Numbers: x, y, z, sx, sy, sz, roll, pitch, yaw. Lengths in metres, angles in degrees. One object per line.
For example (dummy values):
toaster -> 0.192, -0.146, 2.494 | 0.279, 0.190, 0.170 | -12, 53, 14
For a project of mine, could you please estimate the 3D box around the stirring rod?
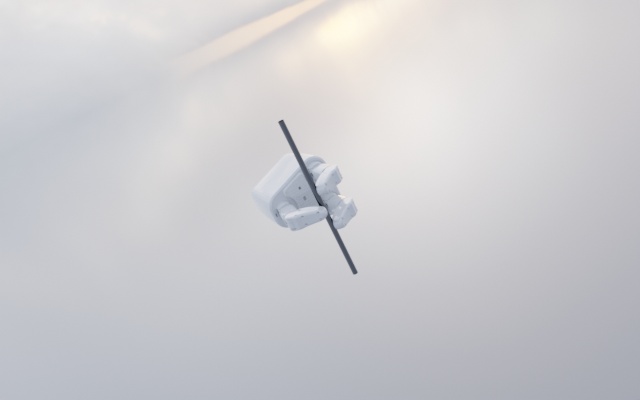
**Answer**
stirring rod -> 0.000, 0.002, 0.636 | 0.011, 0.240, 0.011 | -23, 21, 9
